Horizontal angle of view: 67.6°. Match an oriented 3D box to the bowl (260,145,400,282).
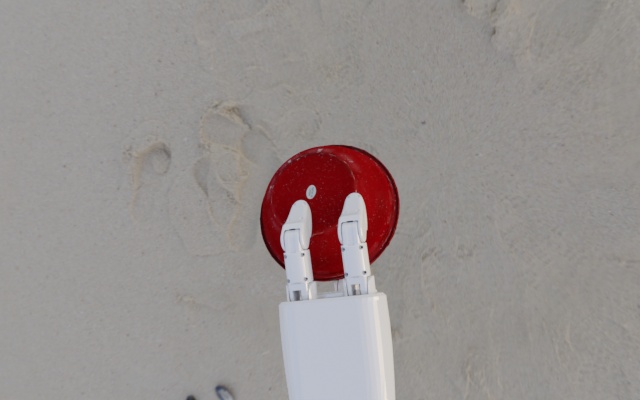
[{"bbox_3d":[0.000,0.000,0.509,0.162,0.162,0.055,0,-20,18],"label":"bowl"}]
